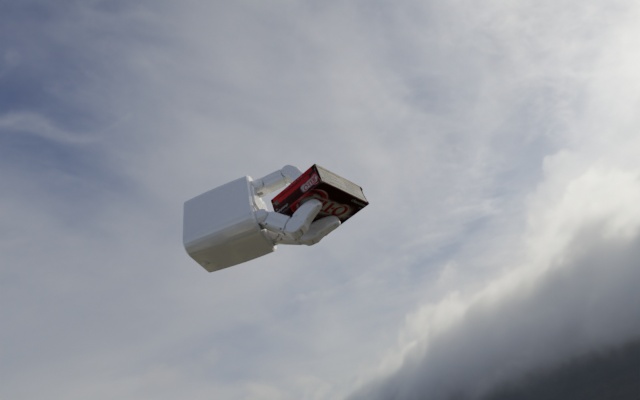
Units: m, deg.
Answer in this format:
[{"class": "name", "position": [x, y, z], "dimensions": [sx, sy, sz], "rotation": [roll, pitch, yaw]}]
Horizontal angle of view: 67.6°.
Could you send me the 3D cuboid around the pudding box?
[{"class": "pudding box", "position": [0.000, 0.002, 0.681], "dimensions": [0.090, 0.039, 0.113], "rotation": [-37, -35, 26]}]
